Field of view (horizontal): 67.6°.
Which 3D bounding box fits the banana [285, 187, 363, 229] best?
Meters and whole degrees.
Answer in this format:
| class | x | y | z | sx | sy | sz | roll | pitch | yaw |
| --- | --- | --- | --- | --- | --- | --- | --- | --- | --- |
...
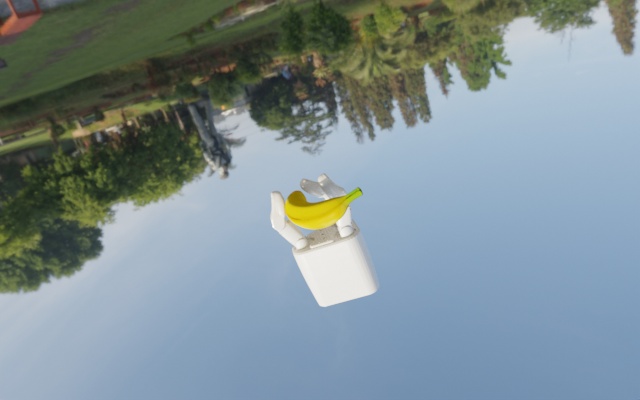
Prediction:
| class | x | y | z | sx | sy | sz | roll | pitch | yaw |
| --- | --- | --- | --- | --- | --- | --- | --- | --- | --- |
| banana | -0.013 | 0.012 | 0.688 | 0.069 | 0.037 | 0.198 | -34 | 17 | -24 |
